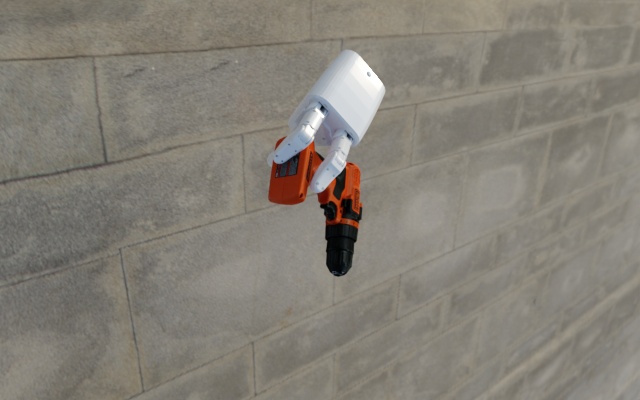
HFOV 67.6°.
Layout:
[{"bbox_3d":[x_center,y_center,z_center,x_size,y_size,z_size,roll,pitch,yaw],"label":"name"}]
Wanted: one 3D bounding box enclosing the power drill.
[{"bbox_3d":[0.000,0.002,0.692,0.057,0.184,0.188,-8,-26,28],"label":"power drill"}]
